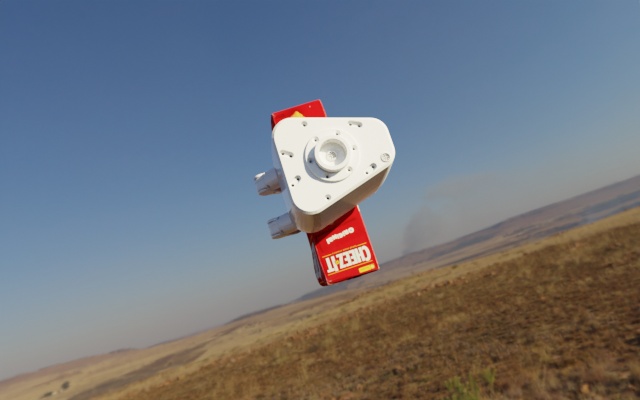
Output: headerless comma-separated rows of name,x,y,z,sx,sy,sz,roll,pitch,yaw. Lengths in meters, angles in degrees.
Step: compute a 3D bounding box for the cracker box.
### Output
cracker box,0.000,0.002,0.625,0.072,0.213,0.164,-17,-10,-4
